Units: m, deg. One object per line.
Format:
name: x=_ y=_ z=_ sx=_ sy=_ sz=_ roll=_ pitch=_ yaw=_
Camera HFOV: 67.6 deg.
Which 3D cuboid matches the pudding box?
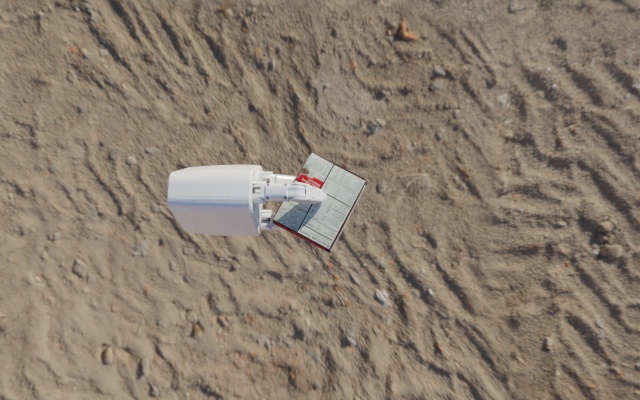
pudding box: x=0.000 y=0.002 z=0.650 sx=0.090 sy=0.113 sz=0.039 roll=28 pitch=-6 yaw=4
